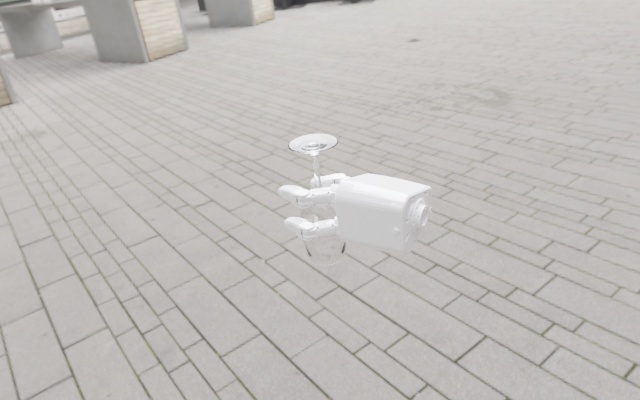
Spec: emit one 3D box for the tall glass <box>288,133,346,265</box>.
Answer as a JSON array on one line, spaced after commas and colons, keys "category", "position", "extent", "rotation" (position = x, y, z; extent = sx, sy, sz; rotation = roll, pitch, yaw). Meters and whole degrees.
[{"category": "tall glass", "position": [0.000, 0.002, 0.747], "extent": [0.079, 0.201, 0.079], "rotation": [-5, 28, 3]}]
